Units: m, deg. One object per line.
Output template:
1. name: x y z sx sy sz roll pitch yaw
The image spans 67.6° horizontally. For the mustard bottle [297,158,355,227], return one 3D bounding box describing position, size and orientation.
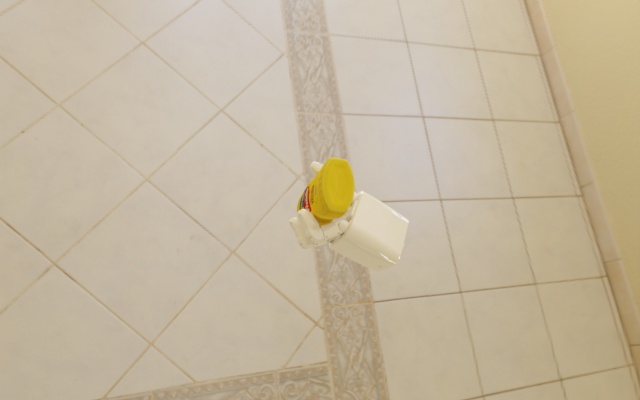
1. mustard bottle: 0.000 0.003 0.843 0.058 0.096 0.192 6 -20 -17
